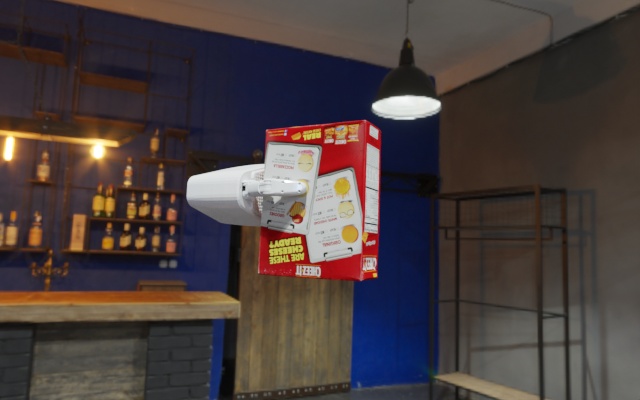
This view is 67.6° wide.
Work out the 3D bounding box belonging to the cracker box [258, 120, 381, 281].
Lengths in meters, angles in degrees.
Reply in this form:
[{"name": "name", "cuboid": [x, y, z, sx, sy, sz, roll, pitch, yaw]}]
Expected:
[{"name": "cracker box", "cuboid": [0.000, 0.002, 0.683, 0.164, 0.213, 0.072, -1, -6, 29]}]
